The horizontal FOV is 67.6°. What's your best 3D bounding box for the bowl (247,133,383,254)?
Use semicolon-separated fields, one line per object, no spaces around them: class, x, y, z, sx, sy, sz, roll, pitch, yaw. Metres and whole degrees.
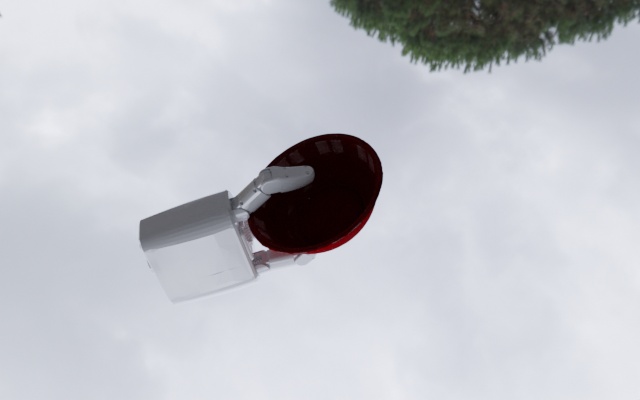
bowl;0.001;0.002;0.537;0.162;0.162;0.055;0;-35;29
